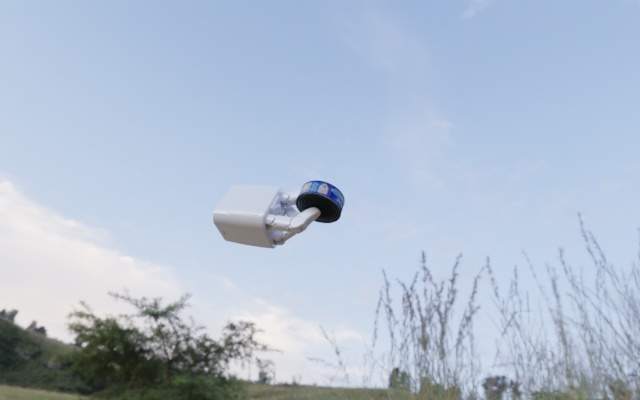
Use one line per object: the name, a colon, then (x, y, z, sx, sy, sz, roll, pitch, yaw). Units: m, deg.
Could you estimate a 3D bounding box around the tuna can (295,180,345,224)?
tuna can: (0.000, 0.002, 0.865, 0.086, 0.033, 0.086, 14, -36, 10)
